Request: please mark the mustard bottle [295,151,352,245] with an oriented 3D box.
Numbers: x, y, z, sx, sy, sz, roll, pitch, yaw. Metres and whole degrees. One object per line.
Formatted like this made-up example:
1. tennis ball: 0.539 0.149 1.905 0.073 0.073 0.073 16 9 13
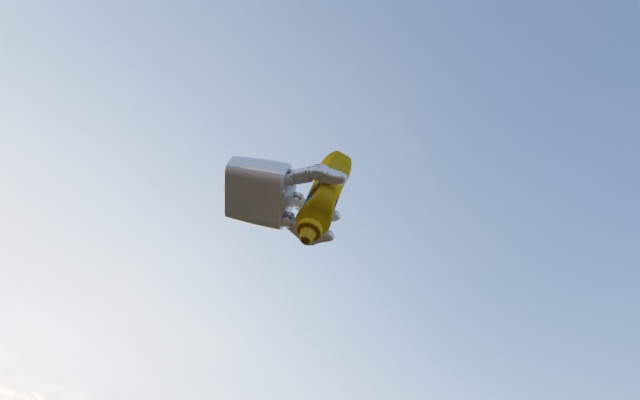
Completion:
1. mustard bottle: 0.001 0.003 0.809 0.058 0.191 0.096 29 -48 -5
